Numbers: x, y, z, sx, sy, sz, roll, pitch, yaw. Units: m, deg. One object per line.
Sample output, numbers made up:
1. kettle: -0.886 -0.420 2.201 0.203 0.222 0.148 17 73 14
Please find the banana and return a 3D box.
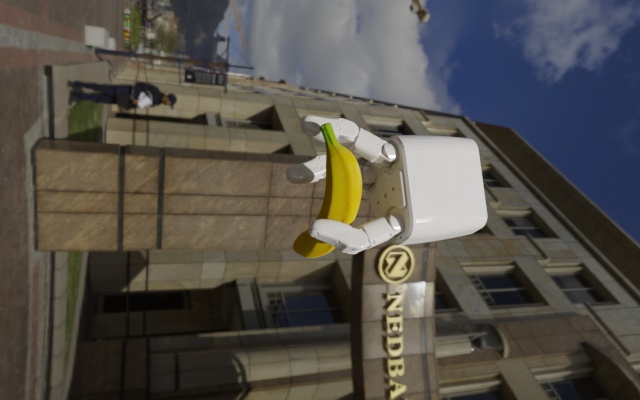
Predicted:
1. banana: 0.008 0.012 0.521 0.037 0.069 0.198 -9 -41 -25
